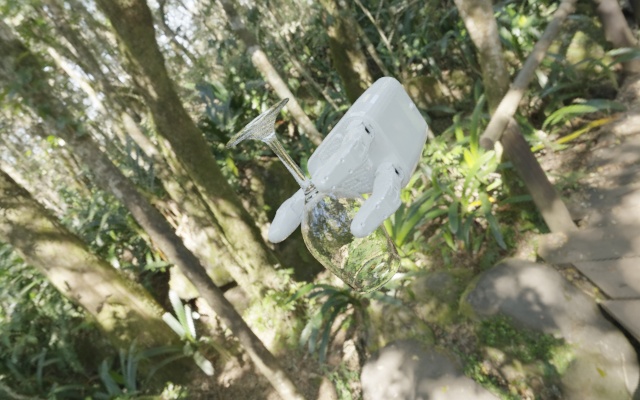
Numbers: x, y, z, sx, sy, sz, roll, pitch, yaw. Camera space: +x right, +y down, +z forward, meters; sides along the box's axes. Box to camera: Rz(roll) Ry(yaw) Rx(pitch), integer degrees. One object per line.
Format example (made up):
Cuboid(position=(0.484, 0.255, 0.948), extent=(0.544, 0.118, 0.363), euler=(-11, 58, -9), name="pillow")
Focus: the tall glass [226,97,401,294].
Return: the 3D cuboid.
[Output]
Cuboid(position=(0.000, 0.001, 0.472), extent=(0.079, 0.201, 0.079), euler=(-34, 17, 12), name="tall glass")
